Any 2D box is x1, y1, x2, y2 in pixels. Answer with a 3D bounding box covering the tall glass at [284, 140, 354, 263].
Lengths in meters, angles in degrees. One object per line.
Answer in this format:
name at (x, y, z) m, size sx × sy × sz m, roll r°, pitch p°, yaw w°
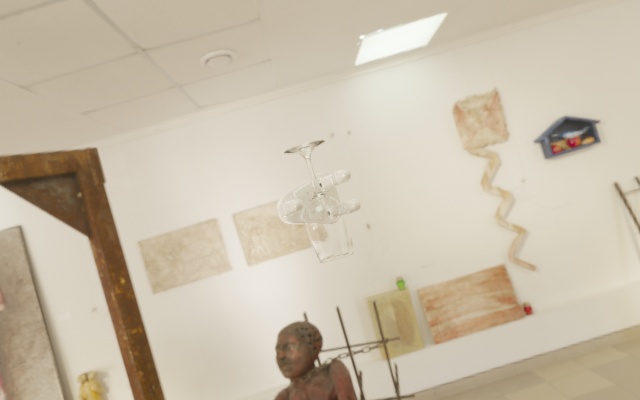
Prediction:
tall glass at (0.000, 0.002, 0.824) m, size 0.079 × 0.201 × 0.079 m, roll -16°, pitch -1°, yaw 0°
